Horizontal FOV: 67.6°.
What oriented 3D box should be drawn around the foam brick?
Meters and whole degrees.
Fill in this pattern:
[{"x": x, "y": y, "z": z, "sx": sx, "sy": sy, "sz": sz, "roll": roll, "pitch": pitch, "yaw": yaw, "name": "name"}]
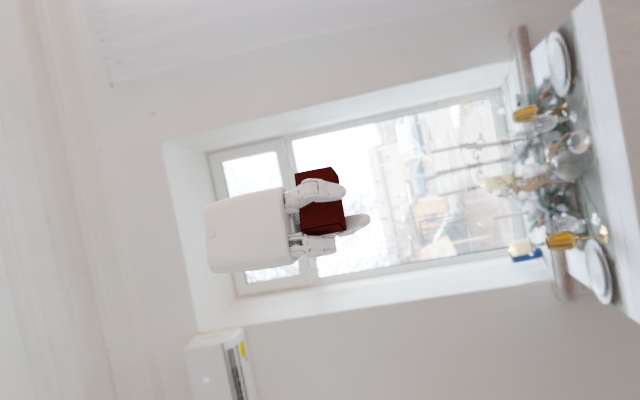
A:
[{"x": 0.000, "y": 0.002, "z": 0.617, "sx": 0.051, "sy": 0.078, "sz": 0.053, "roll": -10, "pitch": -16, "yaw": 11, "name": "foam brick"}]
